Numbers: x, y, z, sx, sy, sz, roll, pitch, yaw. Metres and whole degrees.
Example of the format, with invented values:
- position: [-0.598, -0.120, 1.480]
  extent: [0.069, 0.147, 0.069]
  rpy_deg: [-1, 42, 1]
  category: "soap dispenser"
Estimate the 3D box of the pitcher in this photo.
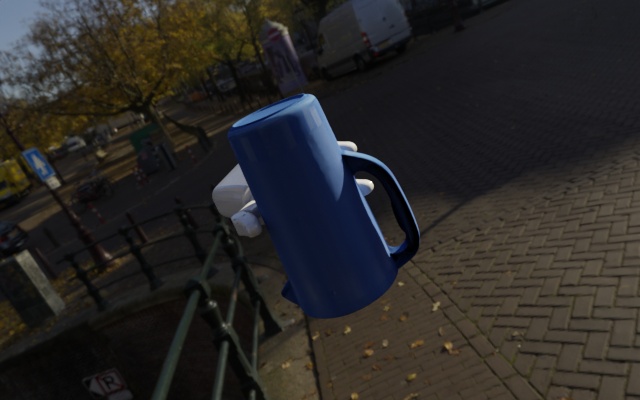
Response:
- position: [0.000, 0.002, 0.560]
  extent: [0.149, 0.243, 0.145]
  rpy_deg: [-35, 22, -30]
  category: "pitcher"
